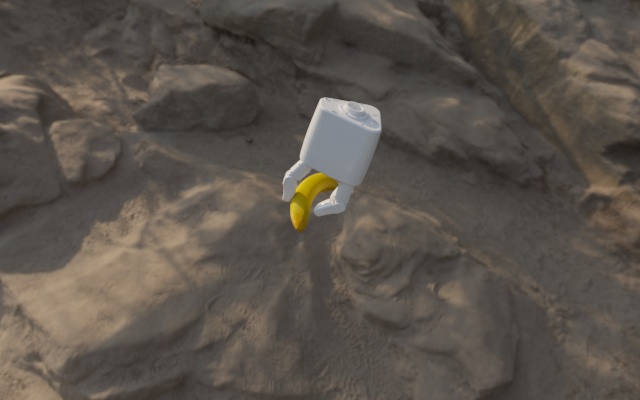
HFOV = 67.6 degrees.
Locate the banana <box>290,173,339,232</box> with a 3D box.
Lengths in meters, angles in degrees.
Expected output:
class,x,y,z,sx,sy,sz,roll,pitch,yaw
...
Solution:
class,x,y,z,sx,sy,sz,roll,pitch,yaw
banana,-0.014,-0.009,0.888,0.069,0.037,0.197,35,36,10
